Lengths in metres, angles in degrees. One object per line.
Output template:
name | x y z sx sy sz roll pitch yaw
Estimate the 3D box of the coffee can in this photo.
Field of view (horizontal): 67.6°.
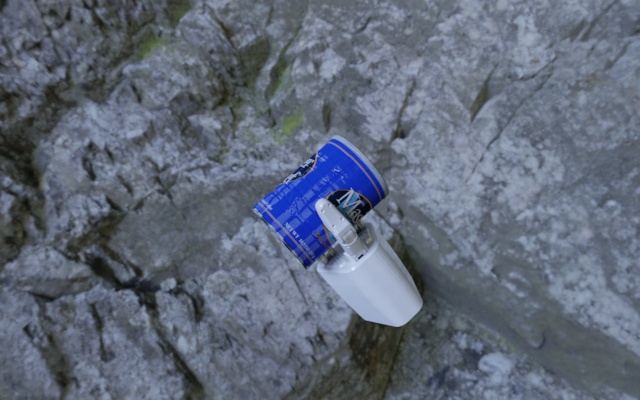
coffee can | 0.000 0.002 0.599 0.140 0.103 0.103 -42 6 -7
